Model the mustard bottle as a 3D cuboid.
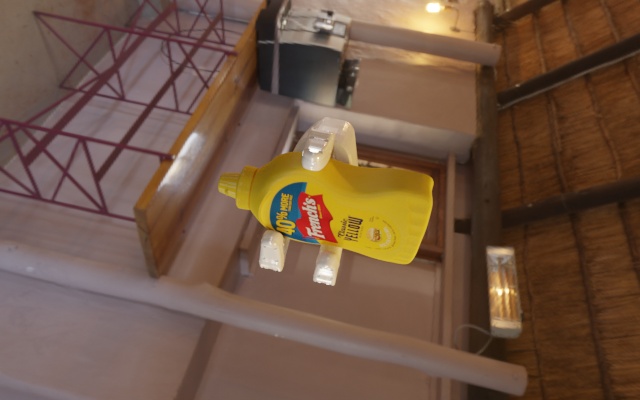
[{"bbox_3d":[0.000,0.002,0.443,0.191,0.058,0.096,12,-42,4],"label":"mustard bottle"}]
